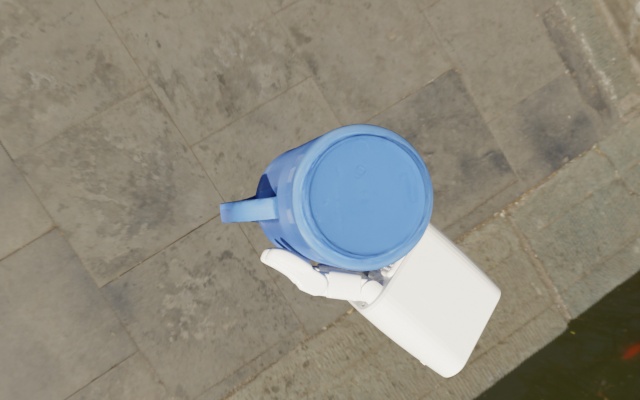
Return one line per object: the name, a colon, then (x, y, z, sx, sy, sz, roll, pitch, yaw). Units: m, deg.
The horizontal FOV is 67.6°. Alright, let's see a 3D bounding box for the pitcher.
pitcher: (0.000, 0.002, 0.454, 0.145, 0.149, 0.243, 40, -8, -7)
